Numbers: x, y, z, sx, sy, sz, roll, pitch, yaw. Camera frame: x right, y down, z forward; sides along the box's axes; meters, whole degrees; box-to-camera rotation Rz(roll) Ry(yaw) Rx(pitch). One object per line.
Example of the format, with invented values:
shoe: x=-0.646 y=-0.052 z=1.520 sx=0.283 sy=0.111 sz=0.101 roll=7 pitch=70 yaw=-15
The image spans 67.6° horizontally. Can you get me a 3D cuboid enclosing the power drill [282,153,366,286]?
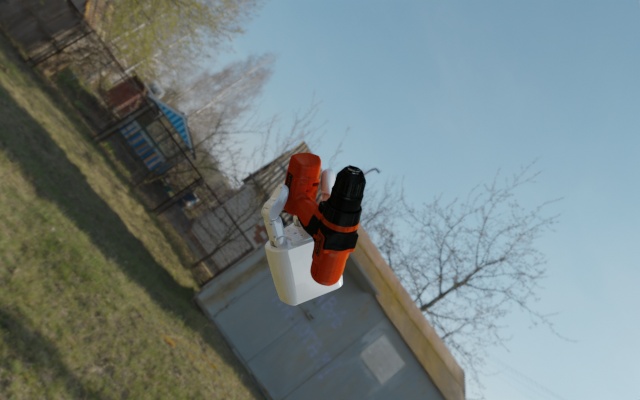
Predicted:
power drill: x=0.000 y=0.002 z=0.701 sx=0.057 sy=0.184 sz=0.187 roll=3 pitch=30 yaw=-23
